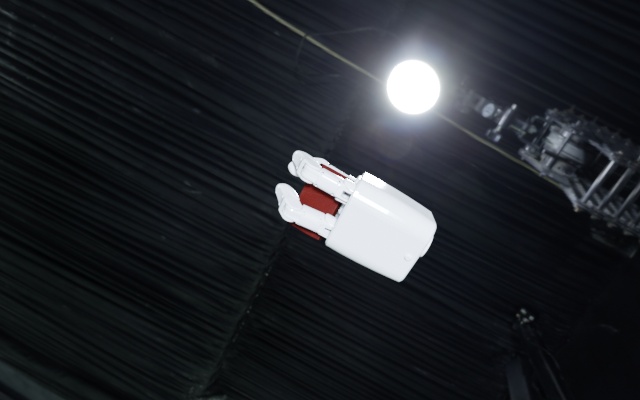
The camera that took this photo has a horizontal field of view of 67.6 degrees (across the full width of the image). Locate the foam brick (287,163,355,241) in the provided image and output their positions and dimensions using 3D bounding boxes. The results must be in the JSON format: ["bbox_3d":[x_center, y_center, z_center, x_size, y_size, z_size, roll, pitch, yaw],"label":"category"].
[{"bbox_3d":[0.000,0.002,0.620,0.051,0.078,0.053,30,30,4],"label":"foam brick"}]
